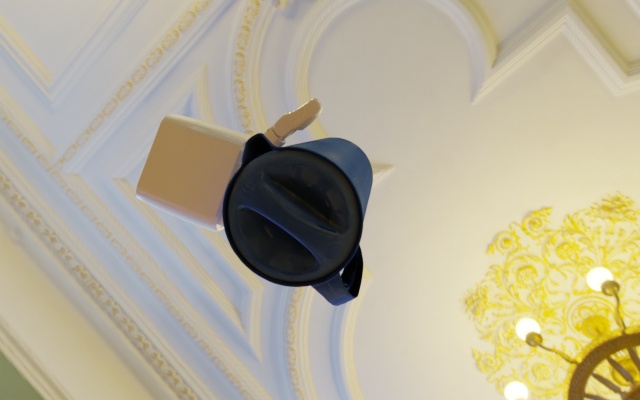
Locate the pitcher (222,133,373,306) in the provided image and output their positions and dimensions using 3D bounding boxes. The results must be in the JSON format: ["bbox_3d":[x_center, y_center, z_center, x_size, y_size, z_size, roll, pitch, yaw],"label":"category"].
[{"bbox_3d":[0.000,0.002,0.544,0.145,0.149,0.242,17,16,8],"label":"pitcher"}]
